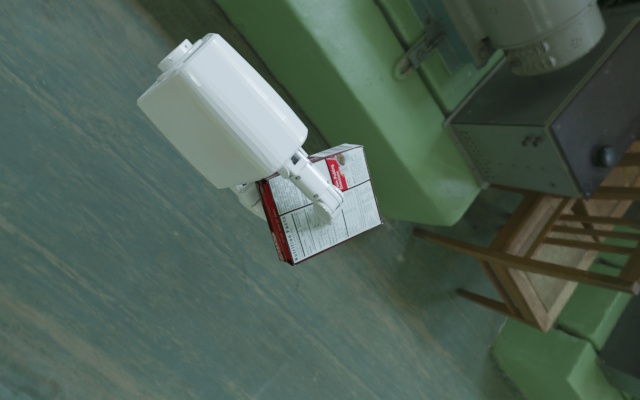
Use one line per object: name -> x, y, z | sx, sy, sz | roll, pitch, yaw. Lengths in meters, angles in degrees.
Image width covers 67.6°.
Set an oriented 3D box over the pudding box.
pudding box -> 0.000, 0.002, 0.475 | 0.113, 0.090, 0.039 | -21, 15, -23
